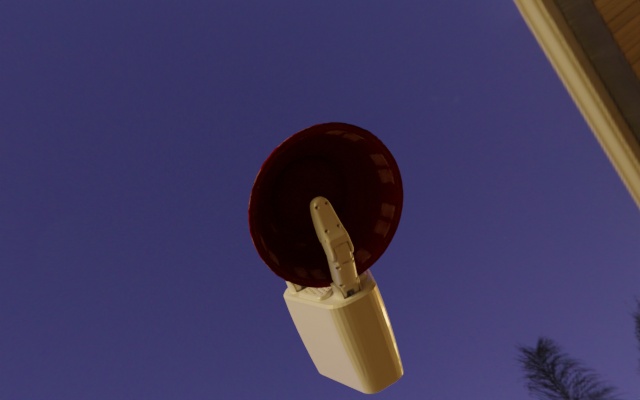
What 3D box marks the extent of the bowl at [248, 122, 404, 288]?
[{"bbox_3d":[0.000,0.000,0.474,0.162,0.162,0.055,0,14,-25],"label":"bowl"}]
